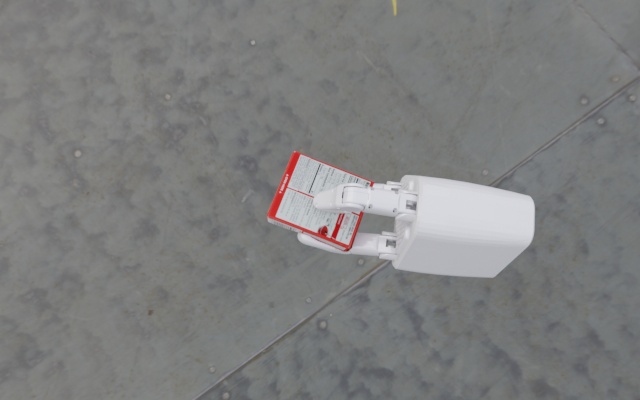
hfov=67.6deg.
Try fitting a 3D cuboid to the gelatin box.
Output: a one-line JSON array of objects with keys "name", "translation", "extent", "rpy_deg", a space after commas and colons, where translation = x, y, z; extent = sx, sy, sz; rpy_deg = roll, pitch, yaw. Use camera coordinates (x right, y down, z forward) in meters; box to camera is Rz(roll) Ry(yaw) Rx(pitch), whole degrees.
[{"name": "gelatin box", "translation": [0.000, 0.001, 0.478], "extent": [0.089, 0.073, 0.030], "rpy_deg": [21, -14, -2]}]
